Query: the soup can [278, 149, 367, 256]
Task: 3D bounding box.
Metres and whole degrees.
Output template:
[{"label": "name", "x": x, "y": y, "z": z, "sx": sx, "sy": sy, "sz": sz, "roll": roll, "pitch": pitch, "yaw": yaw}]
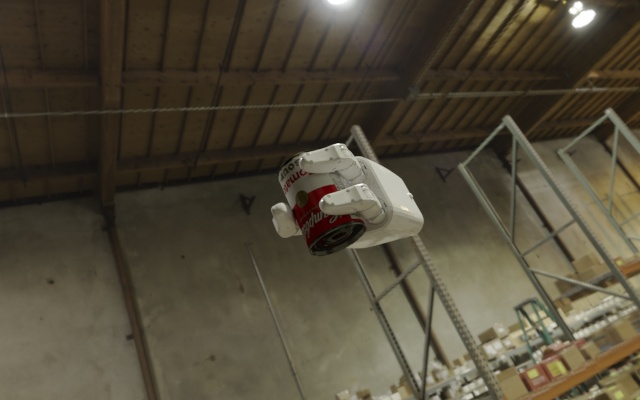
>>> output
[{"label": "soup can", "x": 0.000, "y": 0.001, "z": 0.537, "sx": 0.068, "sy": 0.102, "sz": 0.068, "roll": -20, "pitch": -25, "yaw": -10}]
